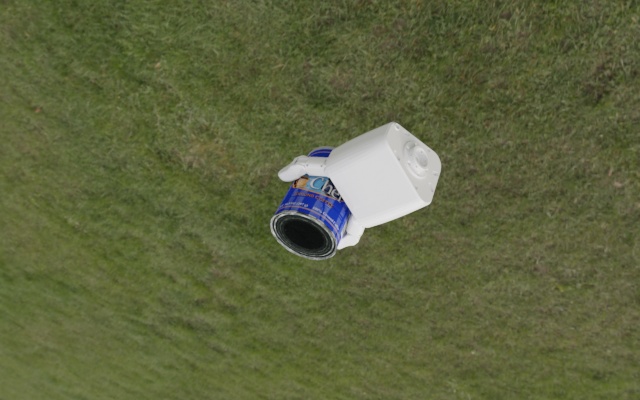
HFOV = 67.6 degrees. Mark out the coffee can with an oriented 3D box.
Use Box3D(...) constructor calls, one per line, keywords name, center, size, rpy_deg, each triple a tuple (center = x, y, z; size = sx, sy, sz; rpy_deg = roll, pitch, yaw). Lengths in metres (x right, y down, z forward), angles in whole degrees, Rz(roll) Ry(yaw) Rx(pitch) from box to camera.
Box3D(name="coffee can", center=(0.000, 0.002, 0.712), size=(0.103, 0.140, 0.103), rpy_deg=(16, -39, 14))
